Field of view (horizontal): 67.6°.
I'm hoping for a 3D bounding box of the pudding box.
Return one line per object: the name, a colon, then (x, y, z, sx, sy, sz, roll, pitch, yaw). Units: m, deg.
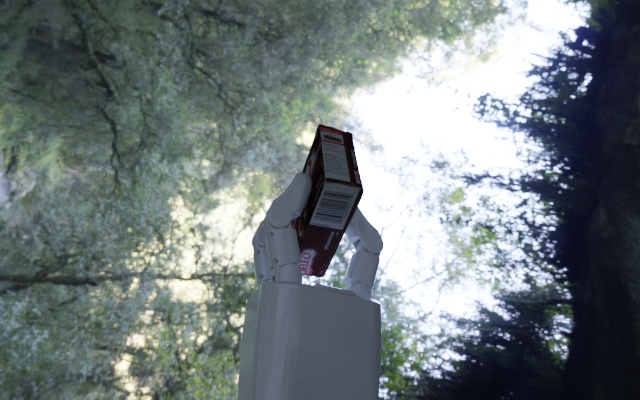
pudding box: (0.000, 0.002, 0.443, 0.039, 0.114, 0.090, 13, 37, -15)
